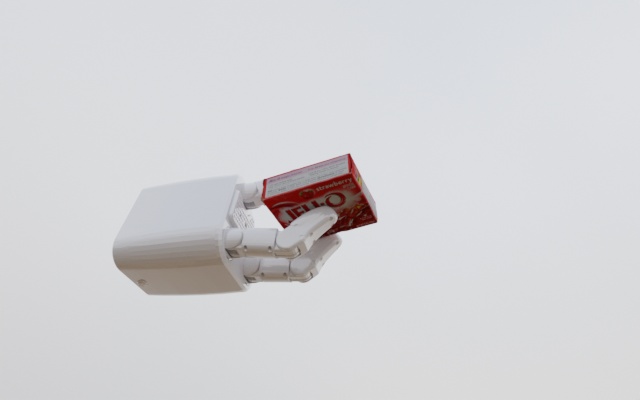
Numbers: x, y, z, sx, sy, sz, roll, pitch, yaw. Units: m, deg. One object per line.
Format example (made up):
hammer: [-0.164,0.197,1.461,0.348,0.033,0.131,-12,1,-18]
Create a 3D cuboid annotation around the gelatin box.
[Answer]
gelatin box: [0.000,0.001,0.445,0.089,0.030,0.073,-16,-44,16]
